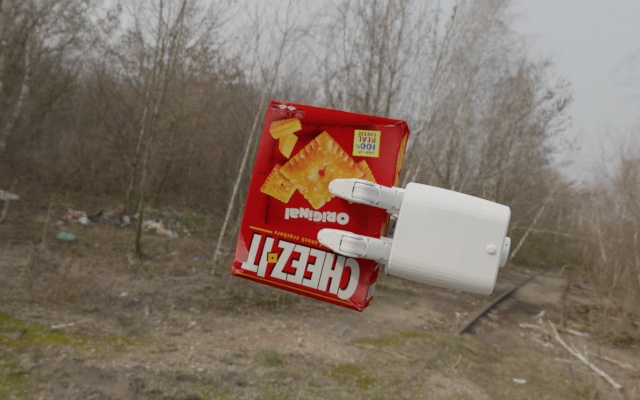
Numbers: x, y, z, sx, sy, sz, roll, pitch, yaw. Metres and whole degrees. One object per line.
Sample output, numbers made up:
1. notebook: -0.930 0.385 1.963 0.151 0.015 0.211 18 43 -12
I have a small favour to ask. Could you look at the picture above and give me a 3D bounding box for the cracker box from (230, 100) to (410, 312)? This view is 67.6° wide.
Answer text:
1. cracker box: 0.000 0.002 0.557 0.164 0.213 0.072 13 -1 15
